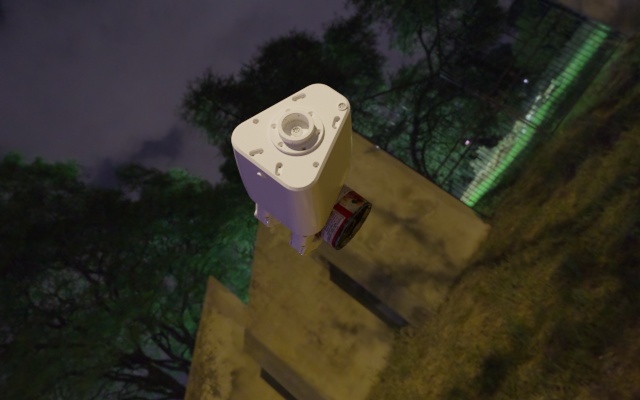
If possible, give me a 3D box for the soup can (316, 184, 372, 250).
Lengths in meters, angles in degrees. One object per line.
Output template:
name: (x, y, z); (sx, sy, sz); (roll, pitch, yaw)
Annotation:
soup can: (0.000, 0.002, 0.565); (0.102, 0.068, 0.068); (37, 12, 16)
